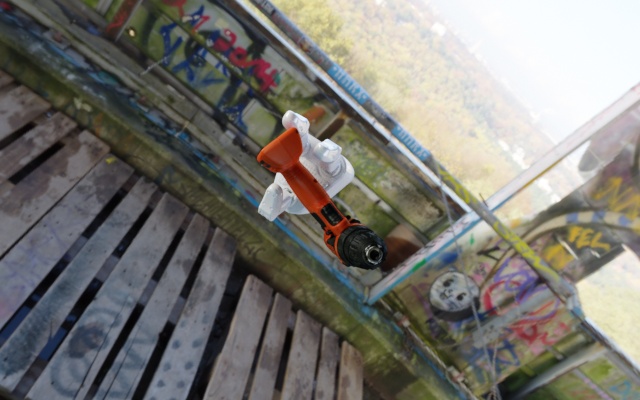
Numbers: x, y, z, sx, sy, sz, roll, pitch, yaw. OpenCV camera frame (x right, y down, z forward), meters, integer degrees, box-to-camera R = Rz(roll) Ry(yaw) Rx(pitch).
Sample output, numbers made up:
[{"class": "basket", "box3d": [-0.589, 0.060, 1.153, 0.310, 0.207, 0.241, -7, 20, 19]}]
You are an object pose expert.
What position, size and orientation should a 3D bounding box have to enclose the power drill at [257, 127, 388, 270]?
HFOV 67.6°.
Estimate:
[{"class": "power drill", "box3d": [0.000, 0.002, 0.589, 0.057, 0.187, 0.184, -37, 8, -9]}]
